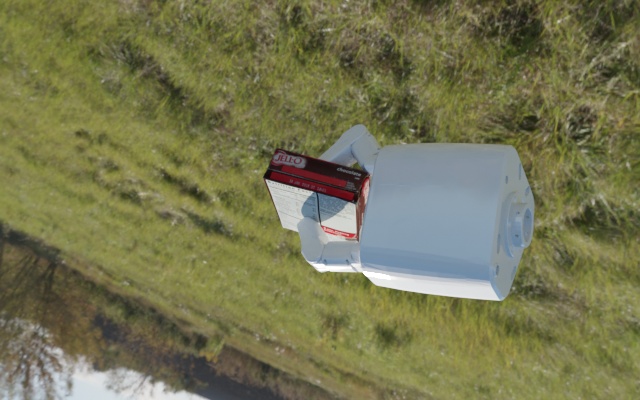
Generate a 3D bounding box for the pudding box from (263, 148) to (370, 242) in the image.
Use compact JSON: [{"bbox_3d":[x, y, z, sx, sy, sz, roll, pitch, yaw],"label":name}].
[{"bbox_3d":[0.000,0.002,0.463,0.090,0.039,0.114,17,-26,13],"label":"pudding box"}]
